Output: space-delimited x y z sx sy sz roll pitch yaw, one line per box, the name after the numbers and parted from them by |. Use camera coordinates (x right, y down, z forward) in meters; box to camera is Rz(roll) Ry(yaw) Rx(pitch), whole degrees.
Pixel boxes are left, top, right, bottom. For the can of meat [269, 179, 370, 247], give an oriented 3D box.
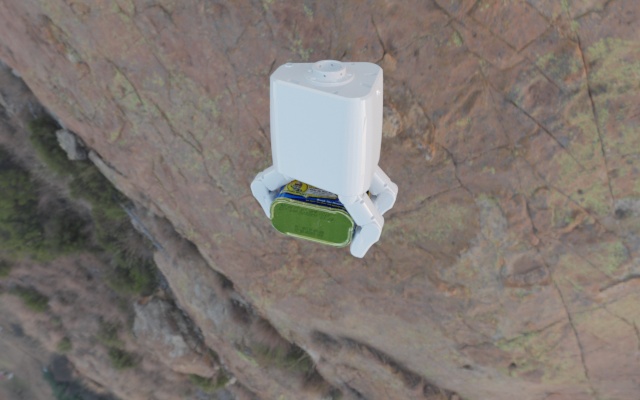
0.000 0.002 0.555 0.102 0.057 0.084 11 38 11 | can of meat
